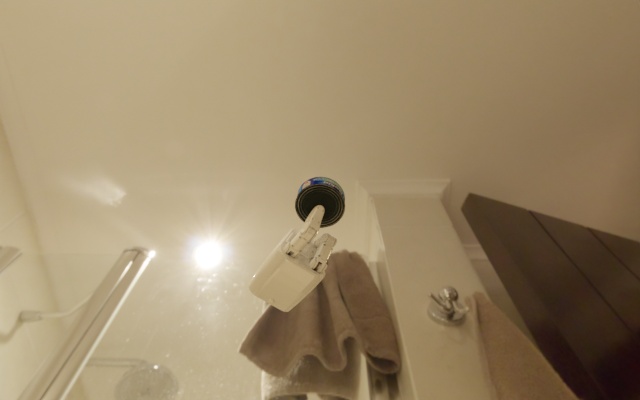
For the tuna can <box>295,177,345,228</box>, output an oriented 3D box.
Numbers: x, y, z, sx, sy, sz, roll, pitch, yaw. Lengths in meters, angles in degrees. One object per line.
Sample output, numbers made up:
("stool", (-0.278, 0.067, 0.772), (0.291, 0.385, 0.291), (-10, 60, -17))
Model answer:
("tuna can", (0.000, 0.002, 0.825), (0.086, 0.086, 0.033), (0, 30, 4))
